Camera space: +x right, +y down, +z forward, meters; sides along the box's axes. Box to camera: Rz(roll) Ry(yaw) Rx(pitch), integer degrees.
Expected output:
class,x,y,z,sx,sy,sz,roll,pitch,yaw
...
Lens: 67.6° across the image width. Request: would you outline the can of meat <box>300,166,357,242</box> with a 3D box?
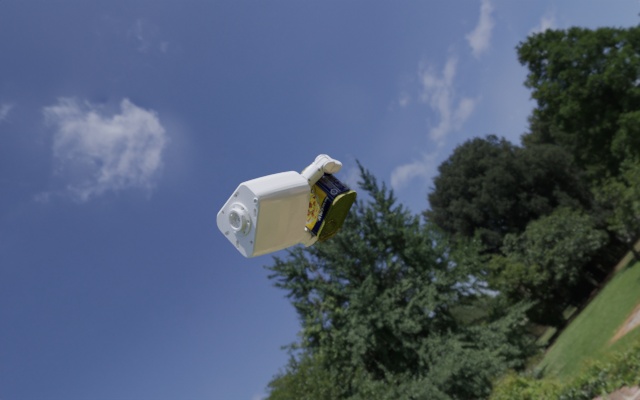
class,x,y,z,sx,sy,sz,roll,pitch,yaw
can of meat,0.000,0.002,0.792,0.084,0.102,0.057,42,38,26
